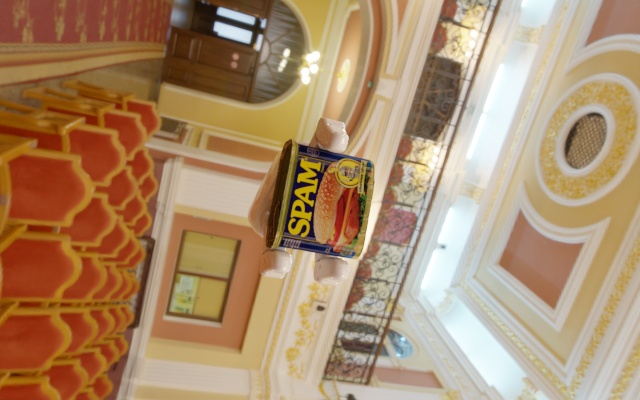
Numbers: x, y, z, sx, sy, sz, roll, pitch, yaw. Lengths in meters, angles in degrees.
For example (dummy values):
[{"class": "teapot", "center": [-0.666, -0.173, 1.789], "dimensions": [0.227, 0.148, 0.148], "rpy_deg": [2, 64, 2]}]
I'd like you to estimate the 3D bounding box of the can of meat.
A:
[{"class": "can of meat", "center": [0.000, 0.001, 0.452], "dimensions": [0.084, 0.102, 0.057], "rpy_deg": [11, -4, -15]}]
